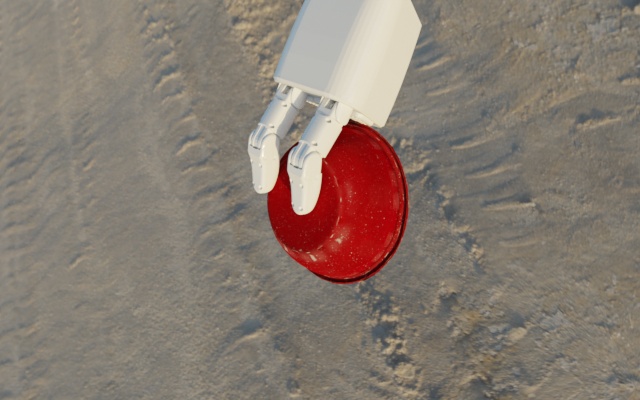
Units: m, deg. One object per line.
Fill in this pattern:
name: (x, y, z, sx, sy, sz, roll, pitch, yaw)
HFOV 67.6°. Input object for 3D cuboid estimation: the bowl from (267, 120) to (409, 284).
bowl: (0.000, 0.003, 0.452, 0.162, 0.162, 0.055, 0, 1, 41)
